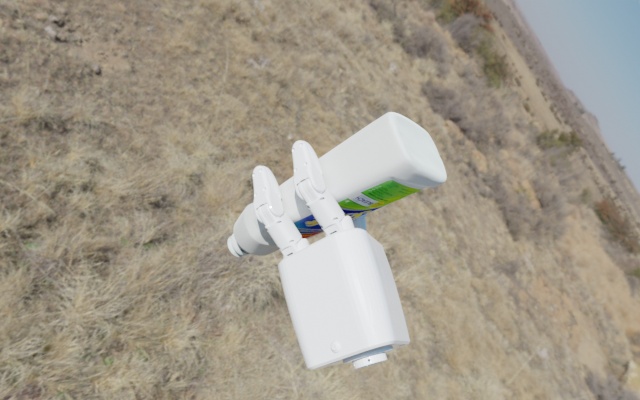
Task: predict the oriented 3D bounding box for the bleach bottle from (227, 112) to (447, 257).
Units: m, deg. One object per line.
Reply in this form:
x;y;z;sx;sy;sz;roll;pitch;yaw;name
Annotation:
0.000;0.002;0.514;0.251;0.068;0.102;-30;-25;29;bleach bottle
